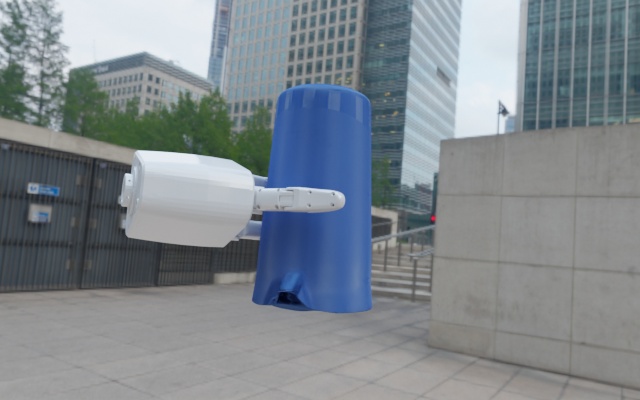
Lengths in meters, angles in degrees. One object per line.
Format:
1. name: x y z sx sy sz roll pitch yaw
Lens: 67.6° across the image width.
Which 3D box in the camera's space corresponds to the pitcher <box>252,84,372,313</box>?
1. pitcher: 0.000 0.002 0.549 0.145 0.243 0.149 6 -5 -26
